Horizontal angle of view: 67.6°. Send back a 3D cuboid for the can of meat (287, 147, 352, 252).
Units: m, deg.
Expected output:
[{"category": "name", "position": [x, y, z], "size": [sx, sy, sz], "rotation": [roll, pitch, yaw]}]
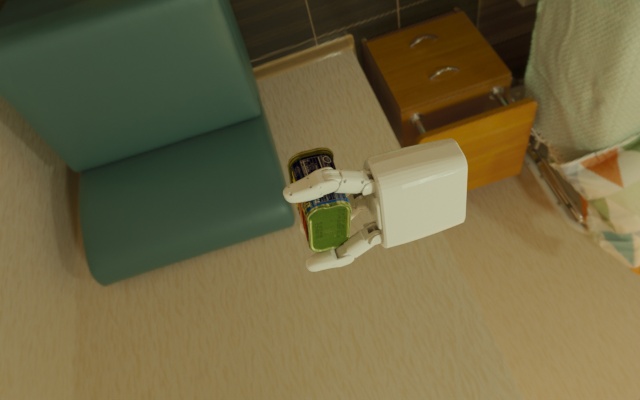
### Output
[{"category": "can of meat", "position": [0.000, 0.002, 0.575], "size": [0.057, 0.084, 0.102], "rotation": [-14, -34, -8]}]
